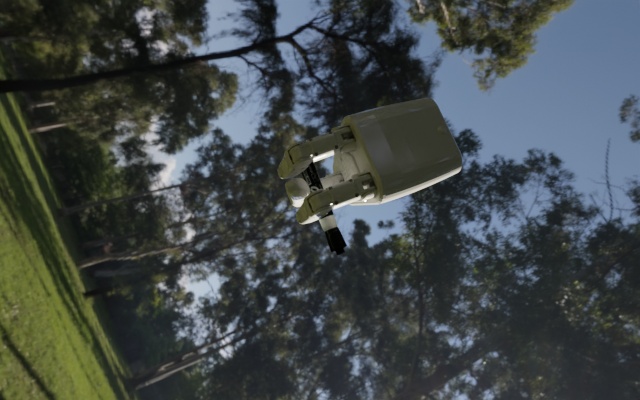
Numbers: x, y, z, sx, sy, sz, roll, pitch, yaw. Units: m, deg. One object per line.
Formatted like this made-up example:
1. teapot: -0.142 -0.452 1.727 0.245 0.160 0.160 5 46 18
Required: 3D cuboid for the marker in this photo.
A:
1. marker: 0.000 0.002 0.519 0.020 0.121 0.020 -21 -11 -4
